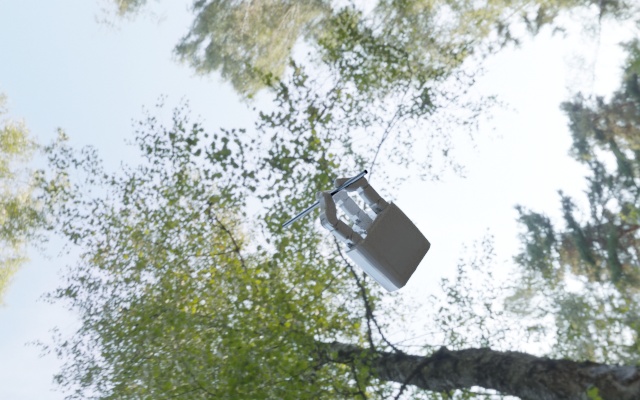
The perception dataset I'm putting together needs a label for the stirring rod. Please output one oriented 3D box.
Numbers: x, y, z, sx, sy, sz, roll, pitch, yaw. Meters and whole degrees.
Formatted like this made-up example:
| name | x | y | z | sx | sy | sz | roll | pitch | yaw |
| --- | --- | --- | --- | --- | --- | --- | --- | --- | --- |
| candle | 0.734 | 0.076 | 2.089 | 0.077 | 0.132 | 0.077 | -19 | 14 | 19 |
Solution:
| name | x | y | z | sx | sy | sz | roll | pitch | yaw |
| --- | --- | --- | --- | --- | --- | --- | --- | --- | --- |
| stirring rod | 0.000 | 0.003 | 0.789 | 0.011 | 0.011 | 0.239 | 0 | -22 | -37 |
